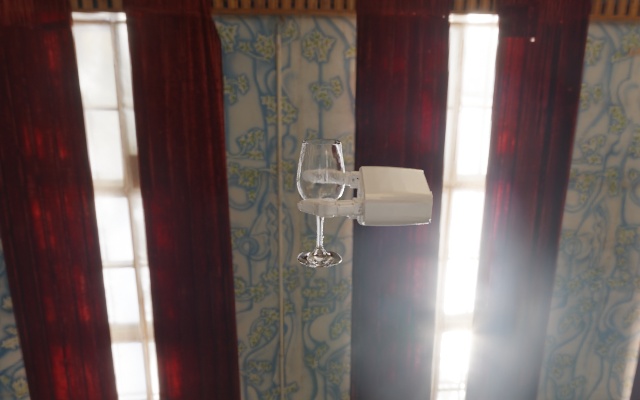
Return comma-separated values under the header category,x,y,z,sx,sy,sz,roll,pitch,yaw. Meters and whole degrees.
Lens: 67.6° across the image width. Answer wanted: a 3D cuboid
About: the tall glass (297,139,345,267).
category,x,y,z,sx,sy,sz,roll,pitch,yaw
tall glass,0.000,0.003,0.783,0.079,0.201,0.079,1,15,0
